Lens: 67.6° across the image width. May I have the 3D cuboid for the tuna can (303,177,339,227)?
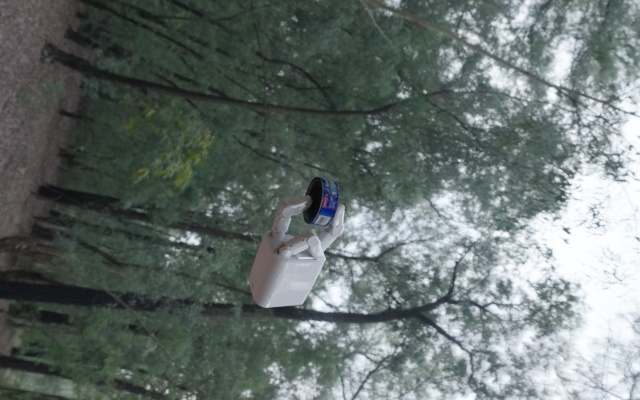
[{"bbox_3d":[0.001,0.003,0.849,0.034,0.086,0.086,12,-5,-21],"label":"tuna can"}]
